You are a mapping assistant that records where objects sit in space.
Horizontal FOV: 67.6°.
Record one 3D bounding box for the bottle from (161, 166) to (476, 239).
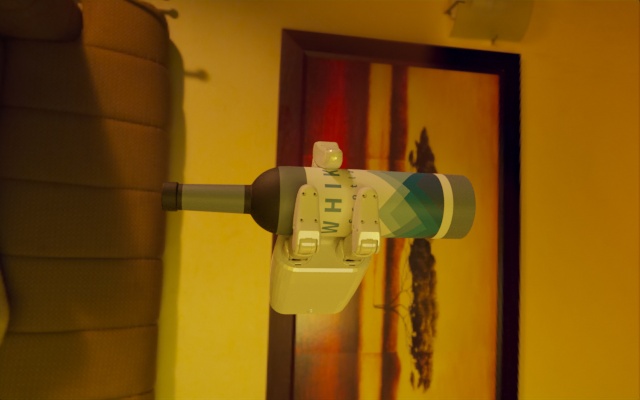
[{"bbox_3d":[0.000,0.001,0.466,0.296,0.069,0.069,2,-1,-11],"label":"bottle"}]
